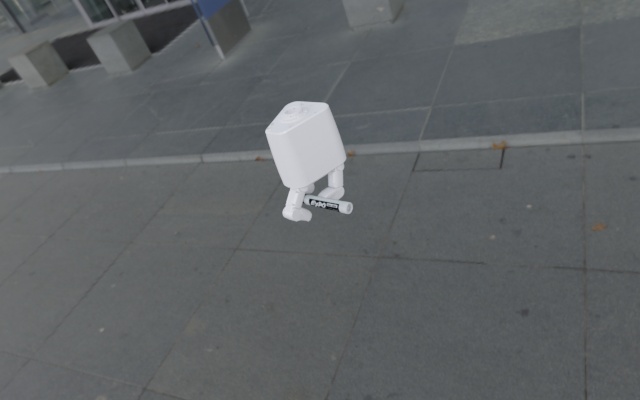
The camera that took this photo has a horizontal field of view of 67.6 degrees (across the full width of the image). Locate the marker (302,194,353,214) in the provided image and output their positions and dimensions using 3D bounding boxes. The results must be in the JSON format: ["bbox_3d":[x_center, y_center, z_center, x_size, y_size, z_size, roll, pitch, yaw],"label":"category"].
[{"bbox_3d":[0.000,0.003,0.798,0.121,0.020,0.020,12,7,38],"label":"marker"}]
